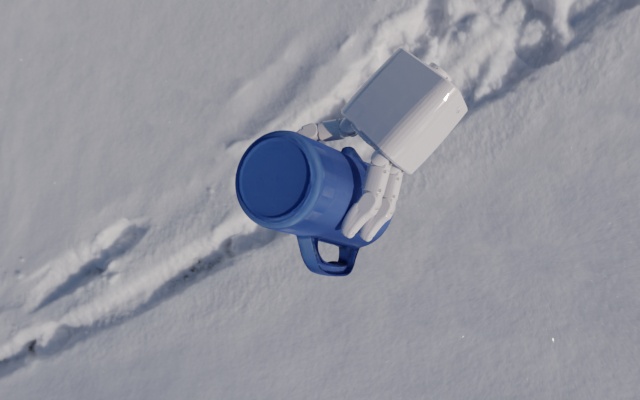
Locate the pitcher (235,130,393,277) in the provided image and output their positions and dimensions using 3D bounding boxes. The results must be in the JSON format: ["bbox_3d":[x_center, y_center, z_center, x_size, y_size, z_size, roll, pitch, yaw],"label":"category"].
[{"bbox_3d":[0.000,0.002,0.609,0.149,0.145,0.243,49,13,22],"label":"pitcher"}]
